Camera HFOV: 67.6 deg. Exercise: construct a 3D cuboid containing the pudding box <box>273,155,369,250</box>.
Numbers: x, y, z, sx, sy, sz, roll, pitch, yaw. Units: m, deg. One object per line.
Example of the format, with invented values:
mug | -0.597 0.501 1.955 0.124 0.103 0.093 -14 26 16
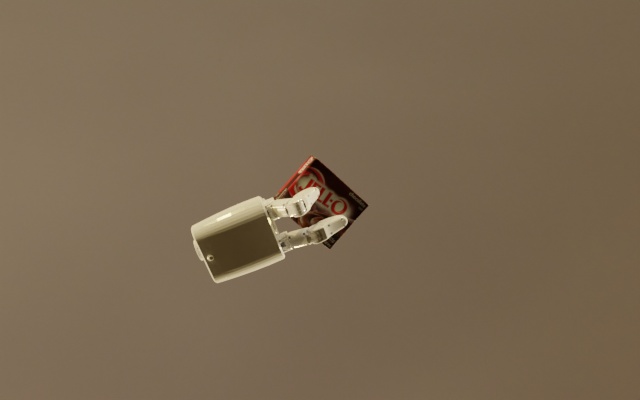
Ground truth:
pudding box | 0.000 0.002 0.703 0.113 0.090 0.039 40 3 -20
